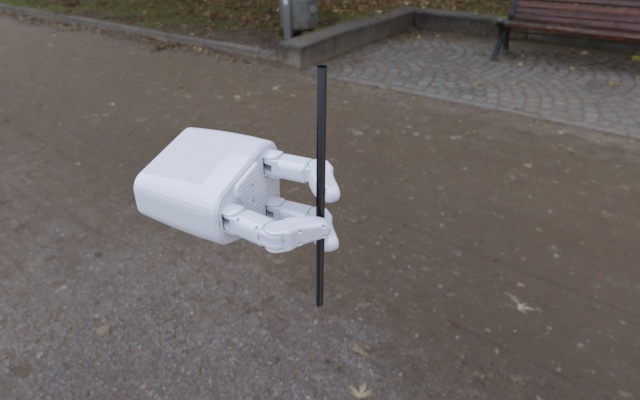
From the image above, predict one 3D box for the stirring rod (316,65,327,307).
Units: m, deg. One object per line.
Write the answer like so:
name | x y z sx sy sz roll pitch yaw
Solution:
stirring rod | 0.000 0.001 0.427 0.011 0.240 0.011 0 30 0
